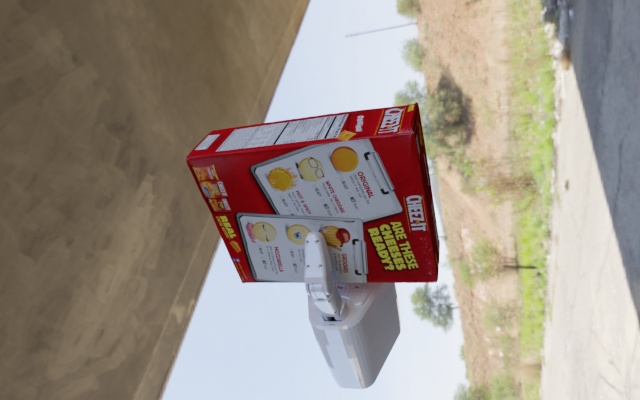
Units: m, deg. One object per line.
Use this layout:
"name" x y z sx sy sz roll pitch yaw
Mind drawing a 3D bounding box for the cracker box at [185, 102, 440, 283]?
"cracker box" 0.000 0.002 0.473 0.214 0.164 0.072 -4 34 19
